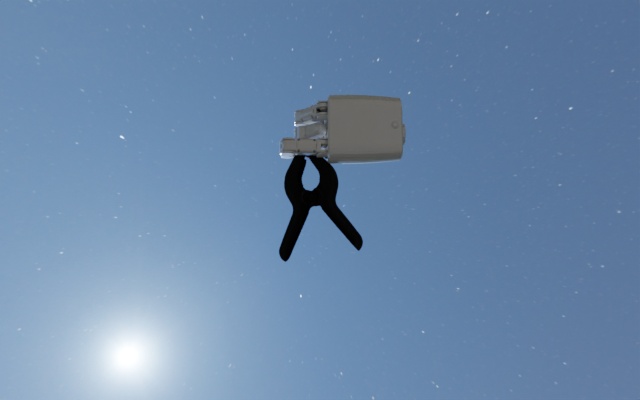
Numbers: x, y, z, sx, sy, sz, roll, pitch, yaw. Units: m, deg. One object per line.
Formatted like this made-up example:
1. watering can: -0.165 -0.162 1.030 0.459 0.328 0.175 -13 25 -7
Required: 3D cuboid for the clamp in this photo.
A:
1. clamp: 0.000 0.002 0.688 0.120 0.171 0.039 0 -4 3
